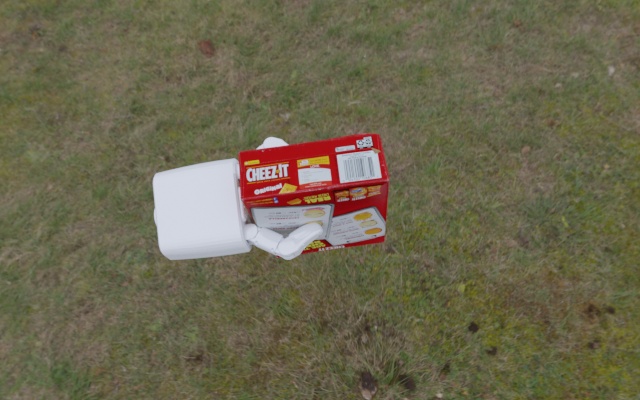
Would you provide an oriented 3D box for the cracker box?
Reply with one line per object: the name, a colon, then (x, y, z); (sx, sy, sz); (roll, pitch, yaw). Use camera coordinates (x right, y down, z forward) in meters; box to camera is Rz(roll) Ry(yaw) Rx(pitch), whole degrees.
cracker box: (0.000, 0.002, 0.618); (0.164, 0.072, 0.214); (-8, -24, 3)
